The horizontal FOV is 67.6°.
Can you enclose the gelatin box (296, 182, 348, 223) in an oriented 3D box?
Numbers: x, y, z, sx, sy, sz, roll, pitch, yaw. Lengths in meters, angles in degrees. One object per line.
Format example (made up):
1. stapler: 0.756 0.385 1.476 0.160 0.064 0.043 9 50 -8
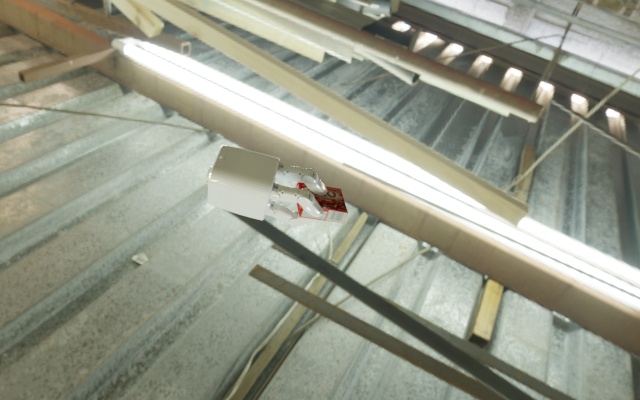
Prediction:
1. gelatin box: 0.000 0.003 0.878 0.089 0.030 0.073 9 36 -18
